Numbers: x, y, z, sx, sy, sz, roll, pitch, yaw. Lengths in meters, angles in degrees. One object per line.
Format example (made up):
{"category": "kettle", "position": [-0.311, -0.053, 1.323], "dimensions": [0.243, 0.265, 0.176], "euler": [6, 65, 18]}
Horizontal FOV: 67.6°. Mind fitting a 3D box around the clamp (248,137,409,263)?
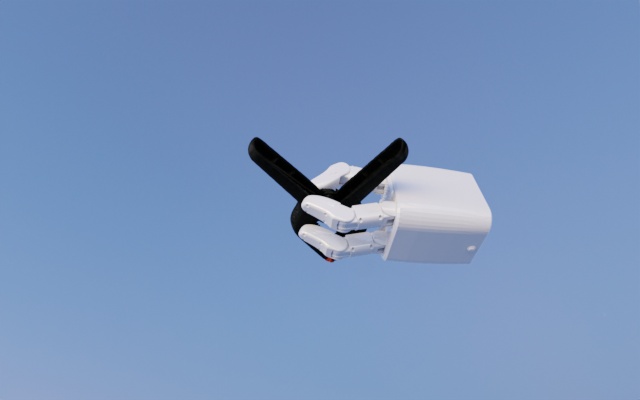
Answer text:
{"category": "clamp", "position": [0.000, 0.002, 0.557], "dimensions": [0.164, 0.036, 0.210], "euler": [6, -40, -2]}
